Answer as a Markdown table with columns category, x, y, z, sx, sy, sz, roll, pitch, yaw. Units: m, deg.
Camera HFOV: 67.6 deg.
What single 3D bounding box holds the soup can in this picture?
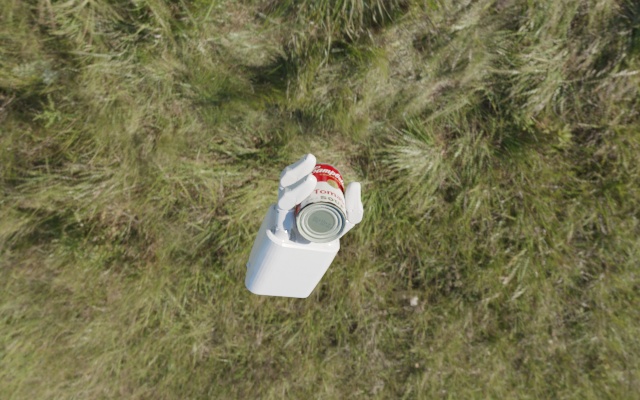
| category | x | y | z | sx | sy | sz | roll | pitch | yaw |
| --- | --- | --- | --- | --- | --- | --- | --- | --- | --- |
| soup can | 0.000 | 0.002 | 0.654 | 0.068 | 0.068 | 0.102 | 0 | 33 | -1 |
